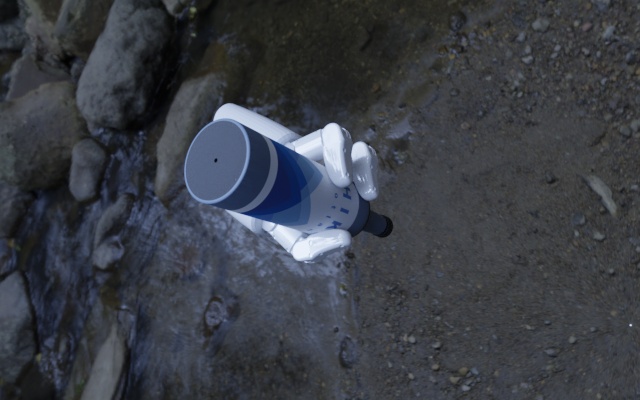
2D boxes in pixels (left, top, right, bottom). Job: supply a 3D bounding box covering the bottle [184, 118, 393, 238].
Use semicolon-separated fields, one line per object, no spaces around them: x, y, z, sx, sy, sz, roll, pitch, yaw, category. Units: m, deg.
0.000;0.002;0.474;0.069;0.069;0.296;0;-12;33;bottle
